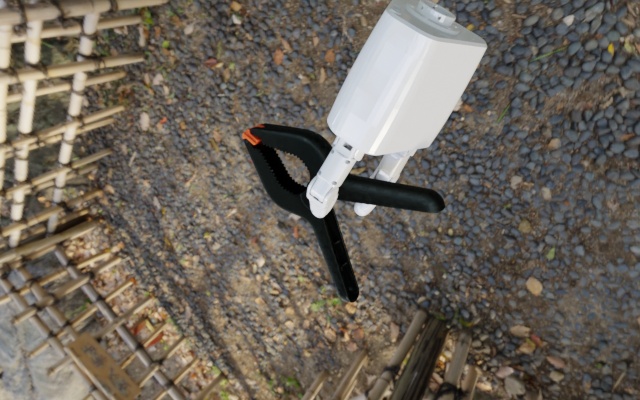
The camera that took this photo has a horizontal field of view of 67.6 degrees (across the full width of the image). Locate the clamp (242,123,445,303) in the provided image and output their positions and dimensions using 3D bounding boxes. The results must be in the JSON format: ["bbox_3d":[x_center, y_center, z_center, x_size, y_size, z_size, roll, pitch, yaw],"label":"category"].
[{"bbox_3d":[-0.001,0.001,0.493,0.210,0.165,0.036,36,34,13],"label":"clamp"}]
